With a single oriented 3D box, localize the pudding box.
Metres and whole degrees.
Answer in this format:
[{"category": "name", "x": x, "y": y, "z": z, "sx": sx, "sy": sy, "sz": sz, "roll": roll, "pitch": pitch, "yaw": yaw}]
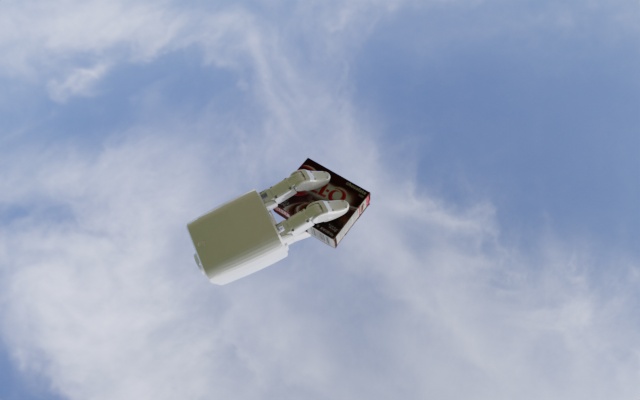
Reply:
[{"category": "pudding box", "x": 0.000, "y": 0.002, "z": 0.674, "sx": 0.113, "sy": 0.090, "sz": 0.039, "roll": 31, "pitch": -23, "yaw": 19}]
